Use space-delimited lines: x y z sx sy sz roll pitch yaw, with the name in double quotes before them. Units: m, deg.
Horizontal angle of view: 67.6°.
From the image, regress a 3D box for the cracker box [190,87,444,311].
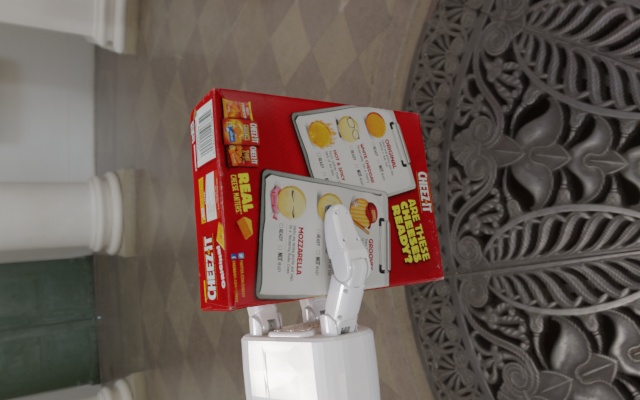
"cracker box" 0.000 0.001 0.420 0.214 0.164 0.072 -1 -10 -34
